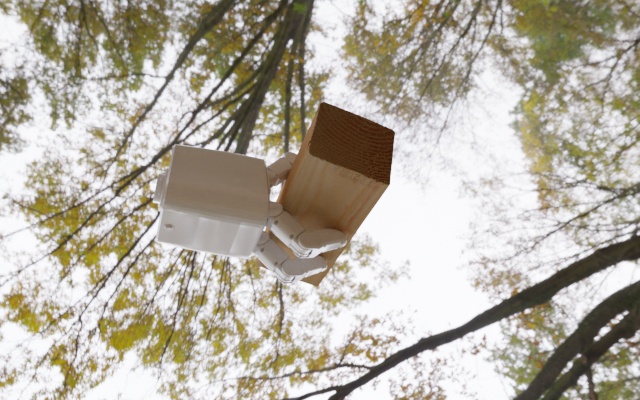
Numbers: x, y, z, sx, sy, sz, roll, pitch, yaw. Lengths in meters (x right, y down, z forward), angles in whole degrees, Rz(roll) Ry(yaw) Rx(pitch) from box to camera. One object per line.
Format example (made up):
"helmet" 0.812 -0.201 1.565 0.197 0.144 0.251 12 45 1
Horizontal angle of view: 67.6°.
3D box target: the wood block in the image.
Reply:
"wood block" 0.000 0.002 0.560 0.090 0.090 0.206 20 -43 -9
